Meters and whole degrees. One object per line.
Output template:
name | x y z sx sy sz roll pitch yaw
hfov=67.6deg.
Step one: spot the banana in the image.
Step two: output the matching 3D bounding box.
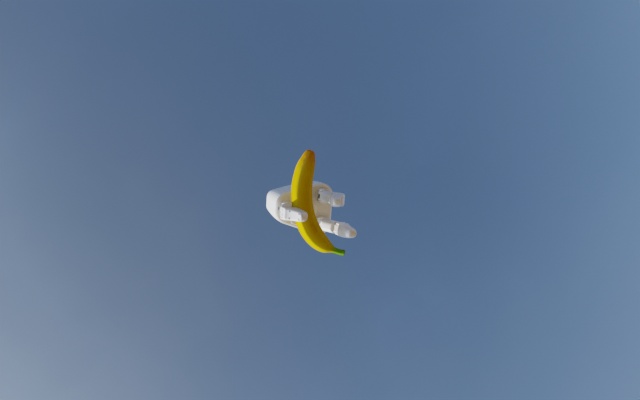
banana | -0.017 0.012 0.845 0.069 0.198 0.037 -18 10 1
